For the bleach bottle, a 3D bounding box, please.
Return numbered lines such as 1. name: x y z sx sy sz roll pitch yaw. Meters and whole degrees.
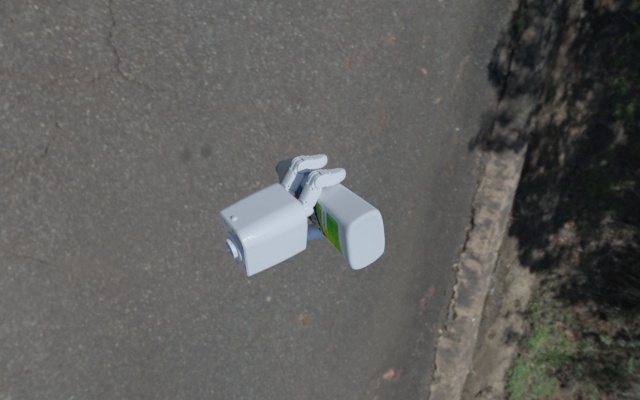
1. bleach bottle: 0.000 0.002 0.782 0.068 0.103 0.250 -27 40 -22
